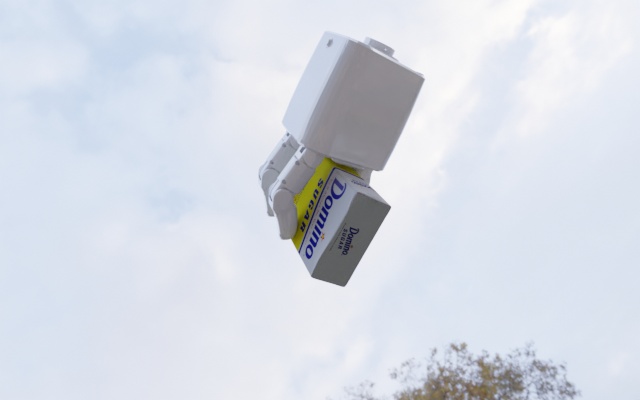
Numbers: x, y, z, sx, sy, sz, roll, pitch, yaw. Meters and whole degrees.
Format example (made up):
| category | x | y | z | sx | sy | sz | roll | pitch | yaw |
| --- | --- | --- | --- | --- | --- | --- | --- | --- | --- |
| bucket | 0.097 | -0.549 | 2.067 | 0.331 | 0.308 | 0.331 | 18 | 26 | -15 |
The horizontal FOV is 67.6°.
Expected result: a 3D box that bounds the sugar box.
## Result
| category | x | y | z | sx | sy | sz | roll | pitch | yaw |
| --- | --- | --- | --- | --- | --- | --- | --- | --- | --- |
| sugar box | 0.000 | 0.001 | 0.501 | 0.048 | 0.093 | 0.176 | 21 | 15 | -25 |
